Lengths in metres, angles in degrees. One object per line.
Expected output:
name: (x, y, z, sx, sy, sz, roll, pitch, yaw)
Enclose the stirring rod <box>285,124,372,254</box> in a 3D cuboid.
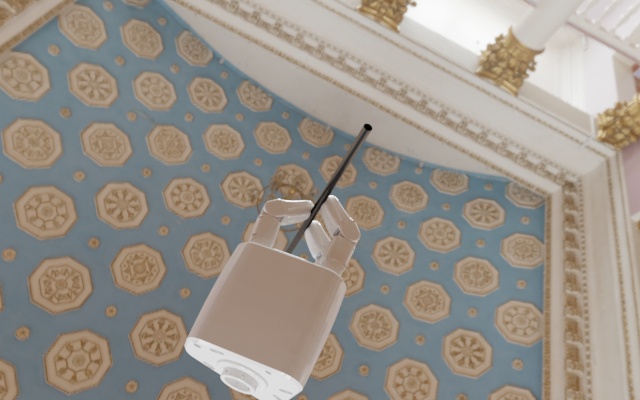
stirring rod: (0.000, 0.002, 0.496, 0.011, 0.011, 0.240, 0, -32, -23)
